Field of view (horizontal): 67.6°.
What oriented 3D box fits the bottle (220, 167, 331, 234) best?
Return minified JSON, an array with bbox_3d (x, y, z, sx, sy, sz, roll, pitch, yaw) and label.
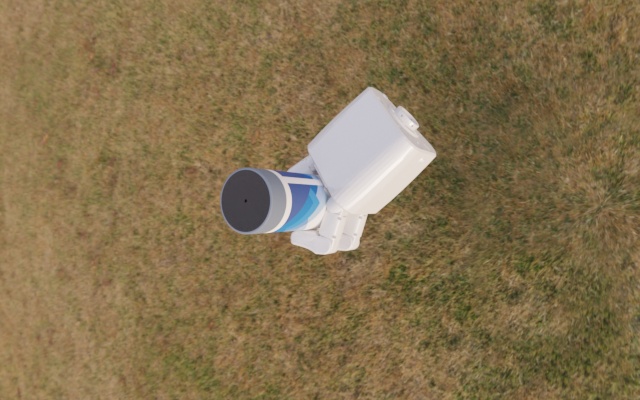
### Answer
[{"bbox_3d":[0.000,0.002,0.598,0.069,0.069,0.296,0,-1,30],"label":"bottle"}]
